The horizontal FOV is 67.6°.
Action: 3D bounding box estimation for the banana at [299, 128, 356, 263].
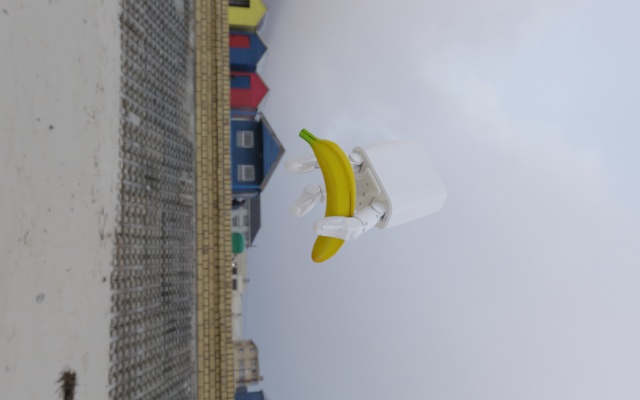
[{"bbox_3d":[0.014,0.004,0.619,0.069,0.198,0.037,18,33,36],"label":"banana"}]
